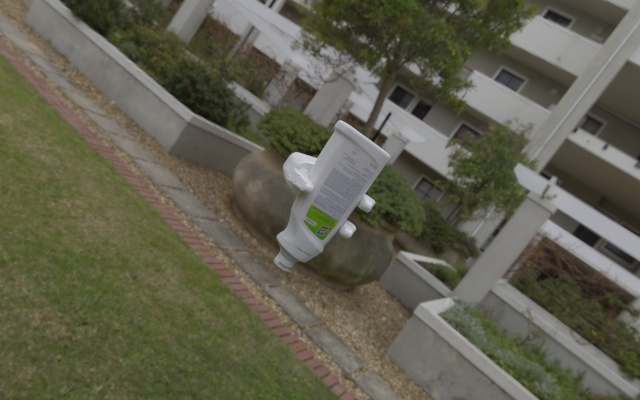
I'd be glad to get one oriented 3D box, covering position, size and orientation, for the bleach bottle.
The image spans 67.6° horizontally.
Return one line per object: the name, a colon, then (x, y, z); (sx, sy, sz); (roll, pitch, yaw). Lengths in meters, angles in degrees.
bleach bottle: (0.000, 0.003, 0.772); (0.102, 0.251, 0.068); (33, 7, -18)
